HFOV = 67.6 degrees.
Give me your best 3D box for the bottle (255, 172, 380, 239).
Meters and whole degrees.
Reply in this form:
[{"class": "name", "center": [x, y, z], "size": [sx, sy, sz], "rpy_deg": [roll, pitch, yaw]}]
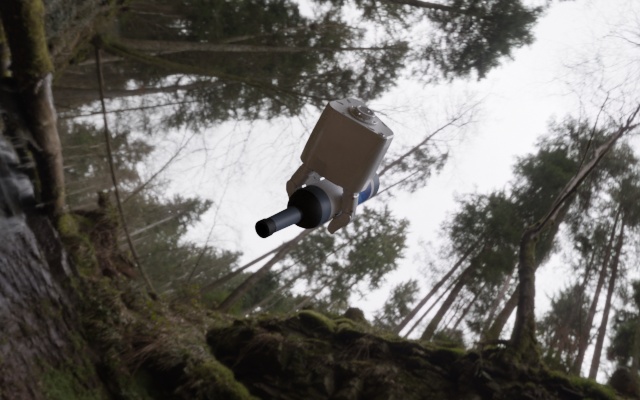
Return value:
[{"class": "bottle", "center": [0.000, 0.003, 0.783], "size": [0.069, 0.069, 0.295], "rpy_deg": [0, 15, 36]}]
